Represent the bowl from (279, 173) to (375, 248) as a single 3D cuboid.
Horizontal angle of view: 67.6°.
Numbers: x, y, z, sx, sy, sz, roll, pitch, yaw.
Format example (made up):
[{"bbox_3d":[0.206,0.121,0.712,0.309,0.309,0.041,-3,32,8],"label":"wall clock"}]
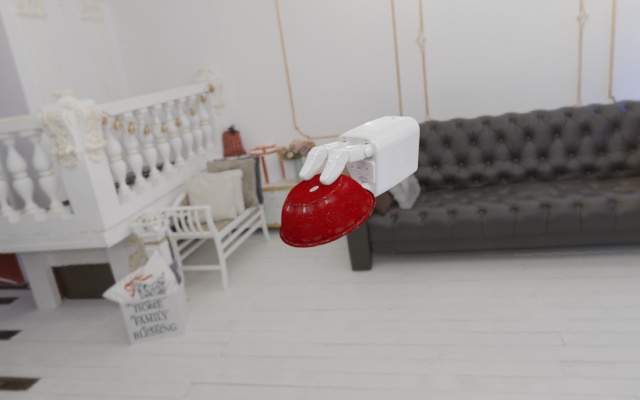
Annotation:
[{"bbox_3d":[-0.001,0.003,0.737,0.162,0.055,0.162,-20,27,10],"label":"bowl"}]
